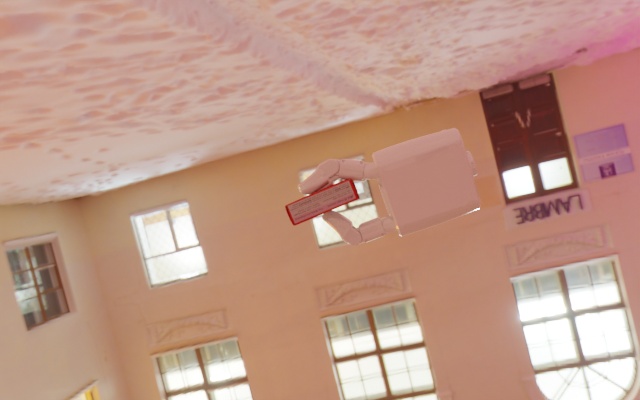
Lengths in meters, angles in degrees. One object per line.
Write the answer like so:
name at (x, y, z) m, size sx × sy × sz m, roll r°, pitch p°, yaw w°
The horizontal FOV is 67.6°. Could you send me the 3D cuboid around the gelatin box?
gelatin box at (0.000, 0.003, 0.604) m, size 0.089 × 0.030 × 0.073 m, roll -23°, pitch 0°, yaw -4°
